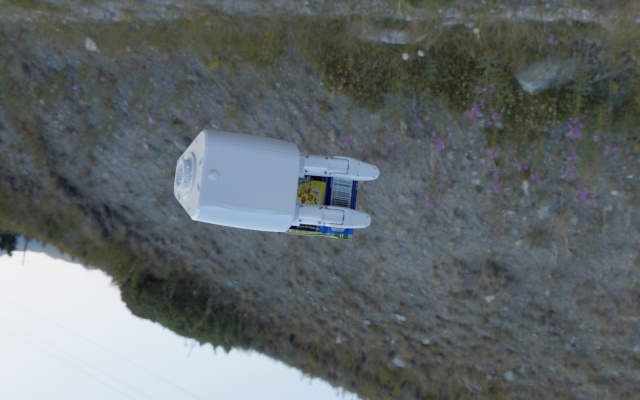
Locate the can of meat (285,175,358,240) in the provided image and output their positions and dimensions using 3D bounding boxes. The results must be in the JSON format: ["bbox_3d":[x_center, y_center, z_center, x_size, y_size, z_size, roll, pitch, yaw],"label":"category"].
[{"bbox_3d":[0.000,0.002,0.582,0.057,0.084,0.102,8,-4,-34],"label":"can of meat"}]
